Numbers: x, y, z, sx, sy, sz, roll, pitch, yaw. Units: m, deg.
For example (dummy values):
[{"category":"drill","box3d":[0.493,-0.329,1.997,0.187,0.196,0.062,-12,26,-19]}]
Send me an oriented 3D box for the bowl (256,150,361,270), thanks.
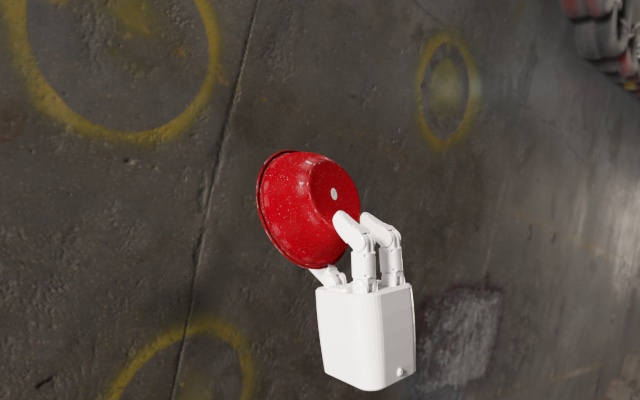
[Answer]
[{"category":"bowl","box3d":[0.000,0.001,0.596,0.055,0.162,0.162,-25,-17,41]}]
